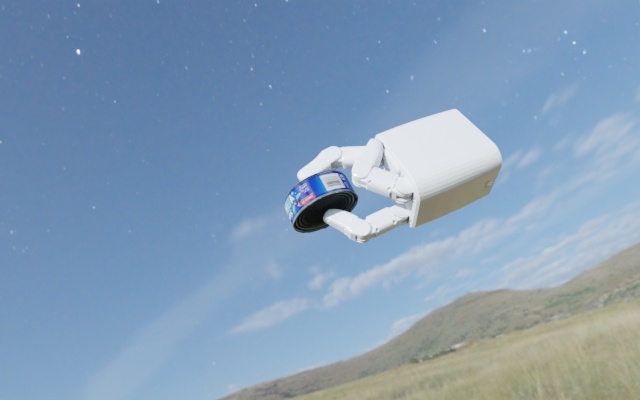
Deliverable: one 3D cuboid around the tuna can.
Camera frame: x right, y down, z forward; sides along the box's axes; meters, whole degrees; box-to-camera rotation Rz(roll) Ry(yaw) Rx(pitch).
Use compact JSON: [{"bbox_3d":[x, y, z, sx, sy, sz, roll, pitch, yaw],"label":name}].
[{"bbox_3d":[0.000,0.001,0.576,0.086,0.033,0.086,-22,-26,-11],"label":"tuna can"}]
